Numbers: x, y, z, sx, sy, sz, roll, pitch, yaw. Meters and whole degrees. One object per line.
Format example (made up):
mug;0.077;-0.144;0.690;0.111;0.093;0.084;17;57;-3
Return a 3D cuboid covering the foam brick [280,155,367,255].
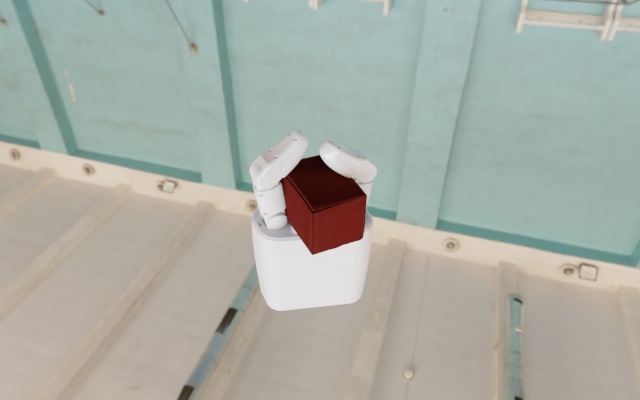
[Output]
foam brick;0.000;0.002;0.431;0.053;0.051;0.078;-15;39;-21
